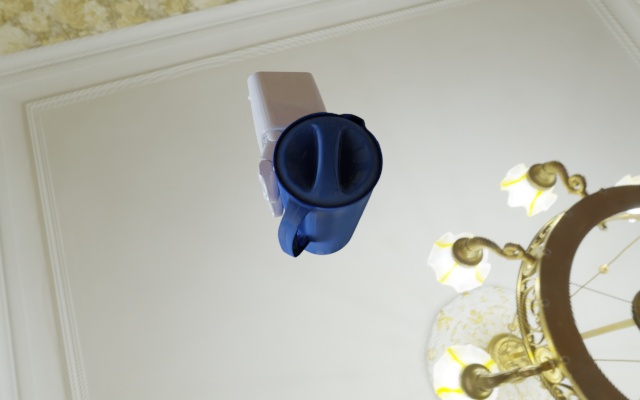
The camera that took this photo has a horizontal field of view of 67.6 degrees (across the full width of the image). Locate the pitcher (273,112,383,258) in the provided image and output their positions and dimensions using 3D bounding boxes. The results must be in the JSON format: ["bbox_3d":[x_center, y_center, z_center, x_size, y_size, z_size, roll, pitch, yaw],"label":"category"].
[{"bbox_3d":[0.000,0.002,0.676,0.149,0.145,0.243,-15,-22,-8],"label":"pitcher"}]
